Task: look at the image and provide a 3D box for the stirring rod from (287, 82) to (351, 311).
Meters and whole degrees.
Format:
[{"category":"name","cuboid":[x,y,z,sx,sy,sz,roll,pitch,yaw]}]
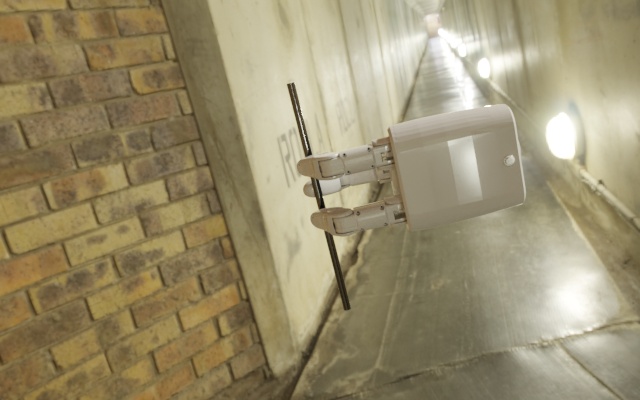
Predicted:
[{"category":"stirring rod","cuboid":[0.000,0.002,0.483,0.011,0.239,0.011,-13,13,3]}]
